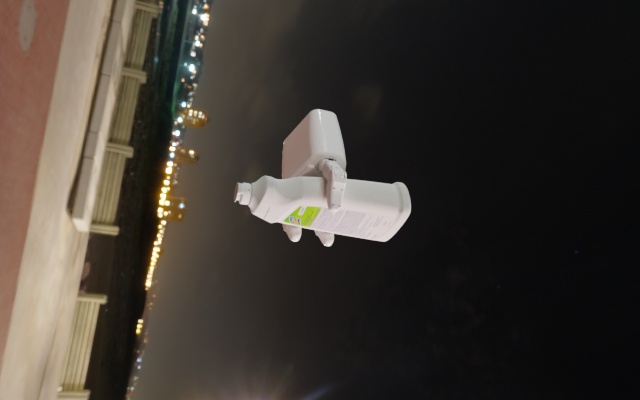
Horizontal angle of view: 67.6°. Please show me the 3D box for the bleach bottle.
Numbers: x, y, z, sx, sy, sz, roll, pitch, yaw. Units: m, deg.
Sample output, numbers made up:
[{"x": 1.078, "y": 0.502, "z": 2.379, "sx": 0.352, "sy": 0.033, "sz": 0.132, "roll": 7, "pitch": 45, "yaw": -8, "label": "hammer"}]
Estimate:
[{"x": 0.000, "y": 0.002, "z": 0.712, "sx": 0.251, "sy": 0.068, "sz": 0.103, "roll": 9, "pitch": -41, "yaw": -18, "label": "bleach bottle"}]
